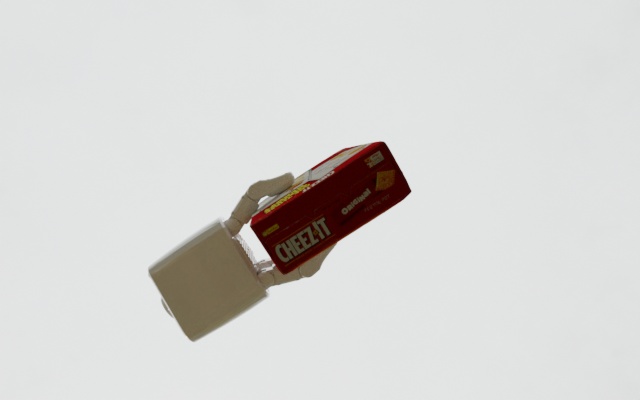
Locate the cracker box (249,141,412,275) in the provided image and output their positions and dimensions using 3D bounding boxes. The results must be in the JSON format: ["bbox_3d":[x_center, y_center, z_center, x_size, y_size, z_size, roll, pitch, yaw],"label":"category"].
[{"bbox_3d":[0.000,0.002,0.588,0.164,0.072,0.213,-33,8,-4],"label":"cracker box"}]
